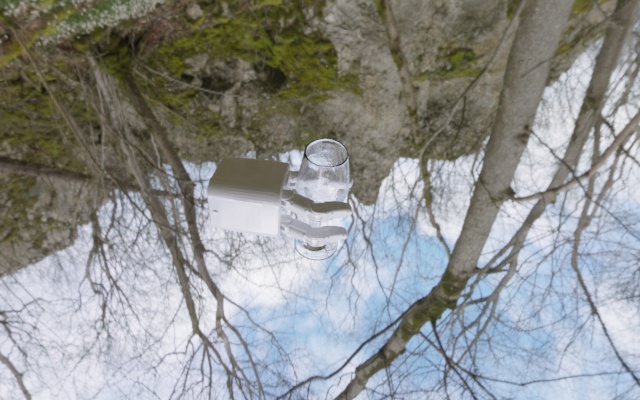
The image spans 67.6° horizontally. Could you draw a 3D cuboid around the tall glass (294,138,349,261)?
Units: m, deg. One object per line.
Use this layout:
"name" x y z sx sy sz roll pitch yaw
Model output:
"tall glass" 0.000 0.003 0.731 0.079 0.079 0.201 0 -44 -7
